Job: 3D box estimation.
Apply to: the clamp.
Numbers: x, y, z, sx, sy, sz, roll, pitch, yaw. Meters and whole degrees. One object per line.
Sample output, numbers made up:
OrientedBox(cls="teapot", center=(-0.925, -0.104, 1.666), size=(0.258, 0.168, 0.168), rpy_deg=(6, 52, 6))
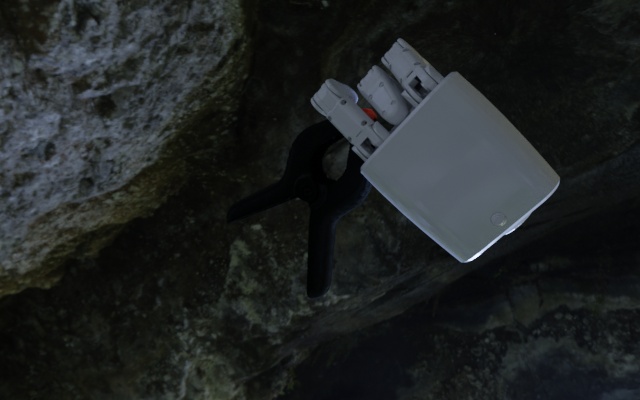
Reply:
OrientedBox(cls="clamp", center=(0.000, 0.001, 0.414), size=(0.171, 0.120, 0.039), rpy_deg=(-47, -6, 27))
